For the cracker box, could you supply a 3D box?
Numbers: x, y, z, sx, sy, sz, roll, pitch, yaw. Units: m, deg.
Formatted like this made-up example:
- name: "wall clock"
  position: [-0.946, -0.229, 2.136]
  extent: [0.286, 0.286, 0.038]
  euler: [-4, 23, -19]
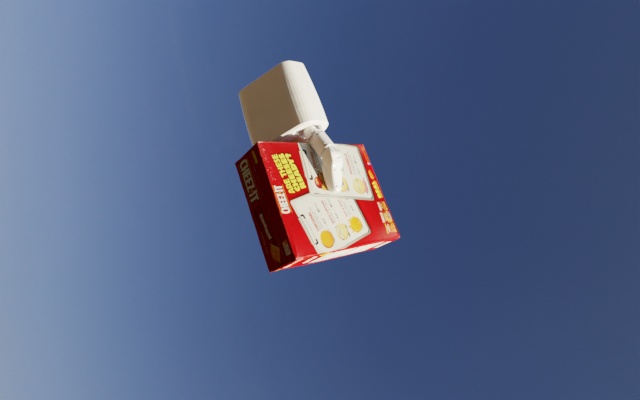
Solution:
- name: "cracker box"
  position: [0.000, 0.002, 0.690]
  extent: [0.213, 0.164, 0.072]
  euler: [-6, -19, -44]
